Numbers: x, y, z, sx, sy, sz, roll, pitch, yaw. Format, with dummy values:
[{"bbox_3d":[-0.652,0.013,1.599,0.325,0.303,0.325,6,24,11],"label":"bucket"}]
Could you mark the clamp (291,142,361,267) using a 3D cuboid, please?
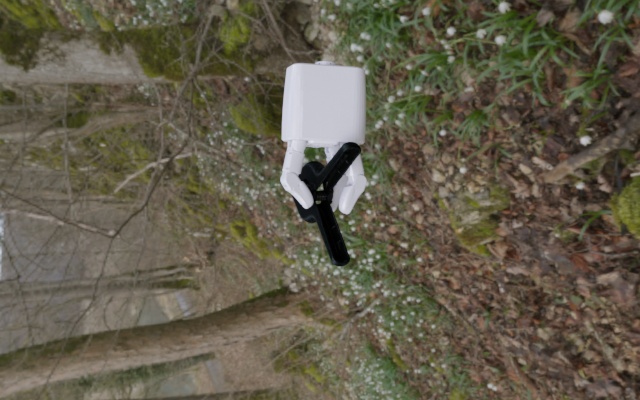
[{"bbox_3d":[-0.001,0.002,0.703,0.036,0.164,0.210,3,1,-23],"label":"clamp"}]
